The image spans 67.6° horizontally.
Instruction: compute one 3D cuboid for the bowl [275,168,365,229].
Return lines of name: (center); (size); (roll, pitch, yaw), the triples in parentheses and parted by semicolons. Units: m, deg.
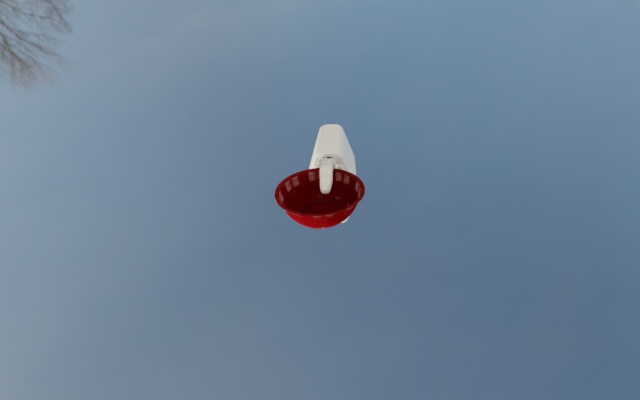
bowl: (0.000, 0.004, 0.864); (0.162, 0.055, 0.162); (-3, 33, 2)
